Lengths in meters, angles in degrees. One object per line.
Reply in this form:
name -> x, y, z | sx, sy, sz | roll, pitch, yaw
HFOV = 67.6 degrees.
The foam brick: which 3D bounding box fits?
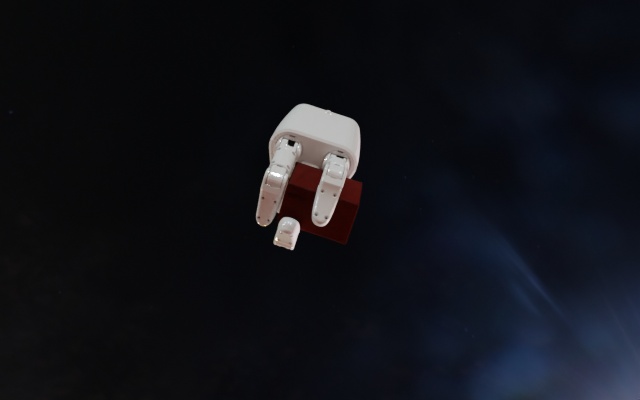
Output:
foam brick -> 0.000, 0.002, 0.508 | 0.078, 0.053, 0.051 | 18, 31, -1
